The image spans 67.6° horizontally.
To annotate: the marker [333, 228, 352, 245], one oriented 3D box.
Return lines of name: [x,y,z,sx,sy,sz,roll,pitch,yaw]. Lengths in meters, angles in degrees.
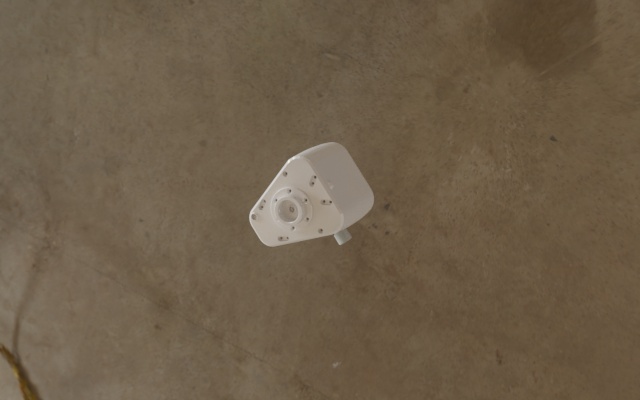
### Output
marker: [0.000,0.002,0.617,0.020,0.121,0.020,-33,-1,-1]
